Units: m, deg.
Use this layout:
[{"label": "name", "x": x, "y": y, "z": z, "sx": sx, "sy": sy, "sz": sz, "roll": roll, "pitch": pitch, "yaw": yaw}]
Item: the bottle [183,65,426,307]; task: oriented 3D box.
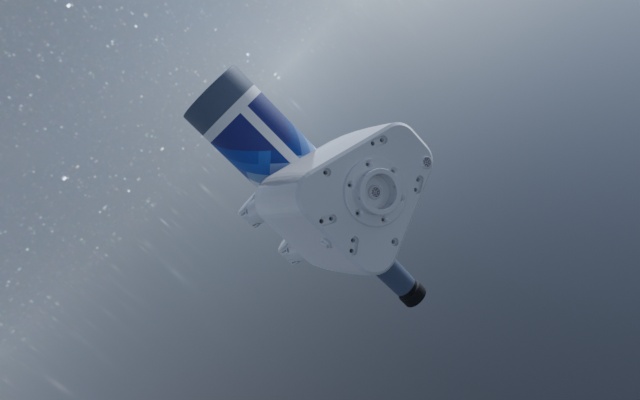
[{"label": "bottle", "x": 0.000, "y": 0.001, "z": 0.468, "sx": 0.296, "sy": 0.069, "sz": 0.069, "roll": 45, "pitch": -14, "yaw": -14}]
